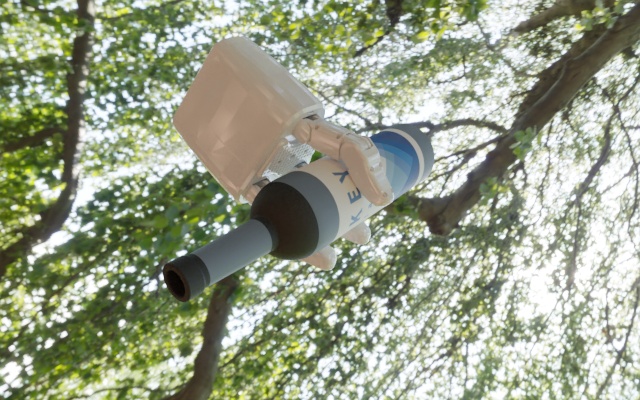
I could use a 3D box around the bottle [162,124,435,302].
[{"bbox_3d":[0.000,0.001,0.401,0.069,0.069,0.295,0,20,41],"label":"bottle"}]
